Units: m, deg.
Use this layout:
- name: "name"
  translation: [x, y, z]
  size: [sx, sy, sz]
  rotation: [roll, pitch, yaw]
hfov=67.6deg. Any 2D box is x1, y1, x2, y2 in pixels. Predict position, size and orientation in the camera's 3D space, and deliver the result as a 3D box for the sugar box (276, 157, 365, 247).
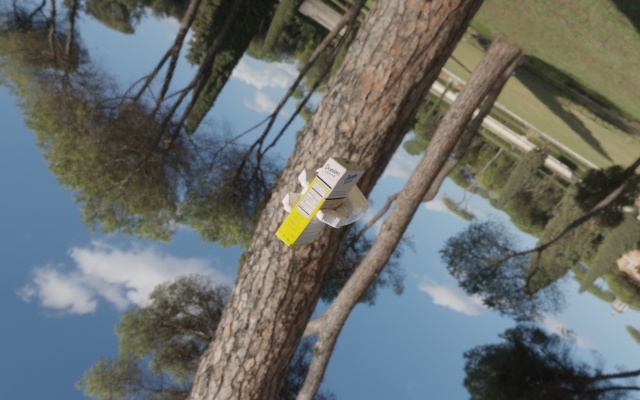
- name: "sugar box"
  translation: [0.000, 0.003, 0.862]
  size: [0.048, 0.176, 0.093]
  rotation: [39, 17, 19]
